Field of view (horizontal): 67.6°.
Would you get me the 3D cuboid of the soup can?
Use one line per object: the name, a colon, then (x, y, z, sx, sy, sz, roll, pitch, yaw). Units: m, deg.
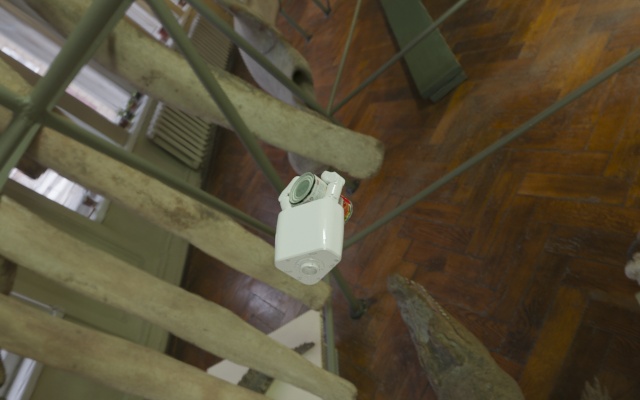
soup can: (0.000, 0.002, 0.875, 0.102, 0.068, 0.068, 36, -20, -31)
